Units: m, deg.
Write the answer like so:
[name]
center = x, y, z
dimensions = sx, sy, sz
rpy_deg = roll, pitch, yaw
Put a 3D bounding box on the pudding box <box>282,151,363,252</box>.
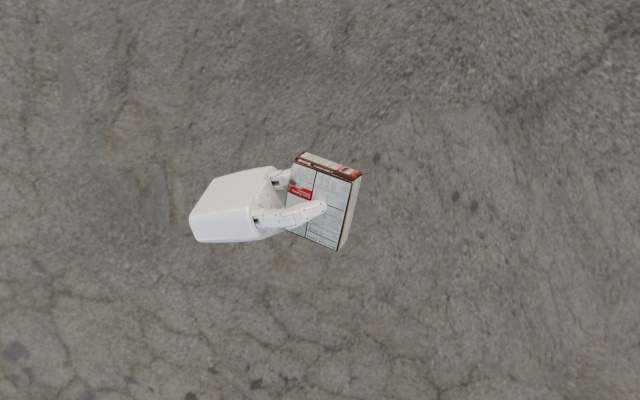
[pudding box]
center = 0.000, 0.002, 0.641
dimensions = 0.090, 0.114, 0.039
rpy_deg = 21, 33, 16
